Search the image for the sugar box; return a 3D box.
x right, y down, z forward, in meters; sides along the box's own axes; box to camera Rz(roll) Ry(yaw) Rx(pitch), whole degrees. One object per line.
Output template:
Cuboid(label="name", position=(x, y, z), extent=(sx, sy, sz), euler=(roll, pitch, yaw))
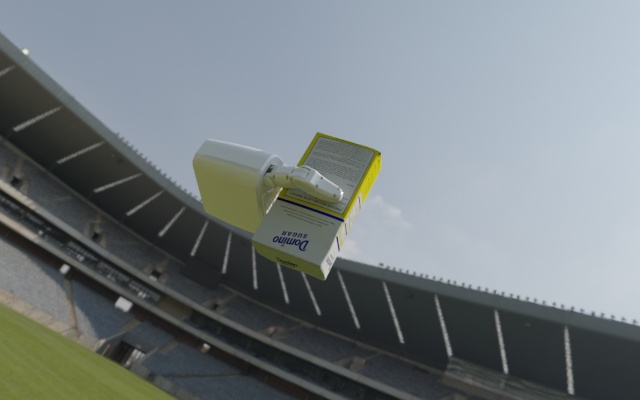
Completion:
Cuboid(label="sugar box", position=(0.000, 0.002, 0.585), extent=(0.093, 0.176, 0.048), euler=(19, -27, 20))
